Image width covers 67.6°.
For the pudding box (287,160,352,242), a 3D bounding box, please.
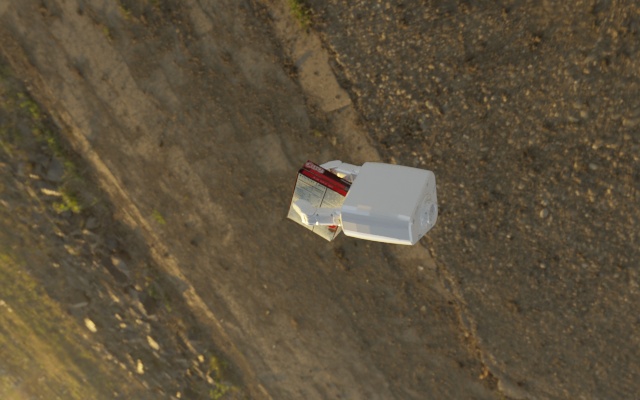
[{"bbox_3d":[0.000,0.003,0.754,0.090,0.114,0.039,29,46,11],"label":"pudding box"}]
